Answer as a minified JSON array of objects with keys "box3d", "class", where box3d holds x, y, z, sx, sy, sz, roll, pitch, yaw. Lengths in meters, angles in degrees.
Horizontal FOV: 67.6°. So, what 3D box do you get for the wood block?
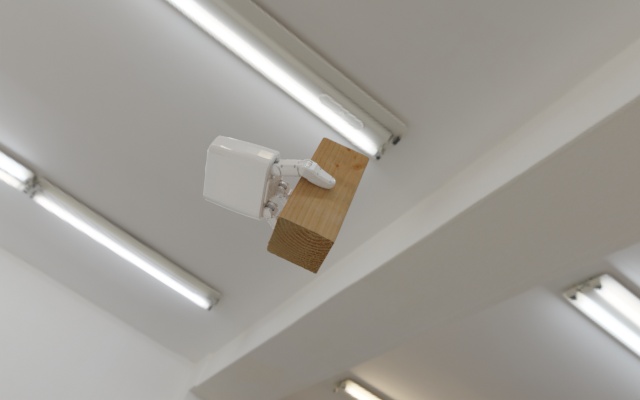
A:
[{"box3d":[0.000,0.002,0.779,0.090,0.206,0.091,25,-44,1],"class":"wood block"}]
